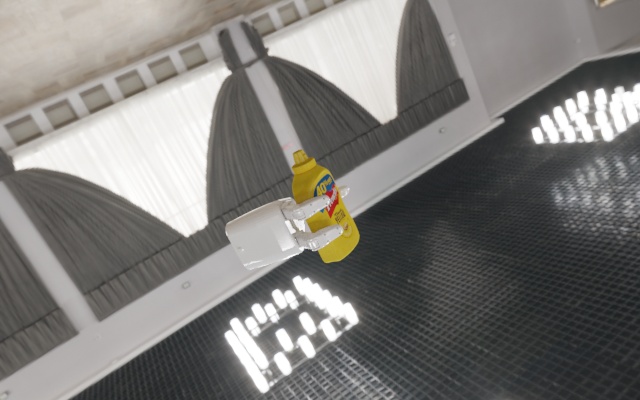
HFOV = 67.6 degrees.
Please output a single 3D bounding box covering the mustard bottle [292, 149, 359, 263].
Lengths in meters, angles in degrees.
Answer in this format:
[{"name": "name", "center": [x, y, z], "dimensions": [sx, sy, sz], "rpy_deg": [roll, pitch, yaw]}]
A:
[{"name": "mustard bottle", "center": [0.001, 0.003, 0.812], "dimensions": [0.058, 0.192, 0.096], "rpy_deg": [-14, 19, 36]}]
